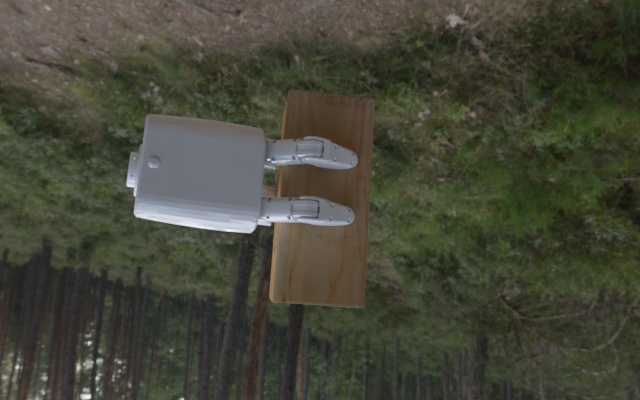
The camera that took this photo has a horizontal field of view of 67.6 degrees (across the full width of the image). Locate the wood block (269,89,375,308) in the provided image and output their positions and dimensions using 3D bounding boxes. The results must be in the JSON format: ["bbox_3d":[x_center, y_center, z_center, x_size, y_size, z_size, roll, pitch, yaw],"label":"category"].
[{"bbox_3d":[0.000,0.002,0.500,0.090,0.206,0.091,5,-9,-7],"label":"wood block"}]
